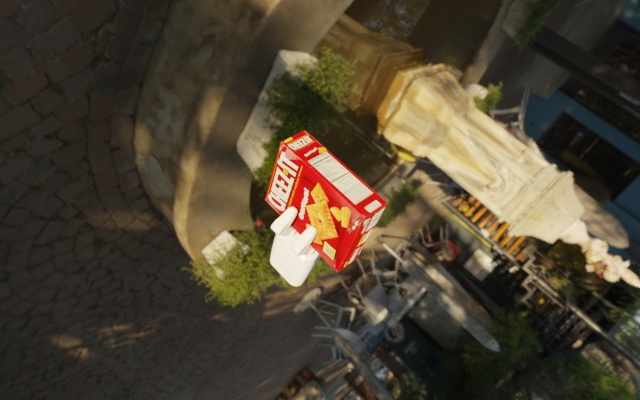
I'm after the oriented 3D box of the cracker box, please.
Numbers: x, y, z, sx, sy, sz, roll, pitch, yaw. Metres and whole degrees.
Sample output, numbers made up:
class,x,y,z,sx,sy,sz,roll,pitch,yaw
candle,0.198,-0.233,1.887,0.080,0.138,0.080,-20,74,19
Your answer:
class,x,y,z,sx,sy,sz,roll,pitch,yaw
cracker box,0.000,0.003,0.884,0.213,0.164,0.072,43,48,19
